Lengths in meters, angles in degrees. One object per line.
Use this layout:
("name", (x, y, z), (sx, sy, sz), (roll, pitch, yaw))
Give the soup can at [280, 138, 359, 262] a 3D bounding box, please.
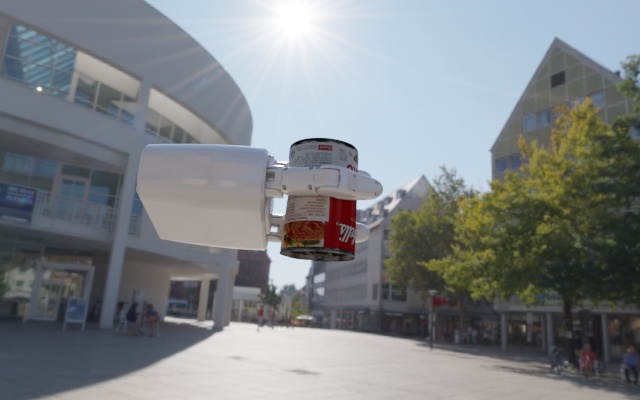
("soup can", (0.001, 0.001, 0.440), (0.068, 0.102, 0.068), (3, -14, 1))
